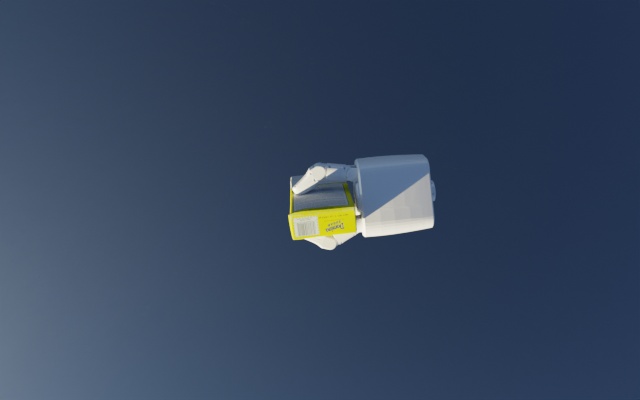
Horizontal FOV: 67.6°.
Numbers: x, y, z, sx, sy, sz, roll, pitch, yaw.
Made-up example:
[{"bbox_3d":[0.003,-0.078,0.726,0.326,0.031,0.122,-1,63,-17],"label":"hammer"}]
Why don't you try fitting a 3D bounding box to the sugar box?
[{"bbox_3d":[0.000,0.003,0.737,0.093,0.048,0.176,-6,18,0],"label":"sugar box"}]
